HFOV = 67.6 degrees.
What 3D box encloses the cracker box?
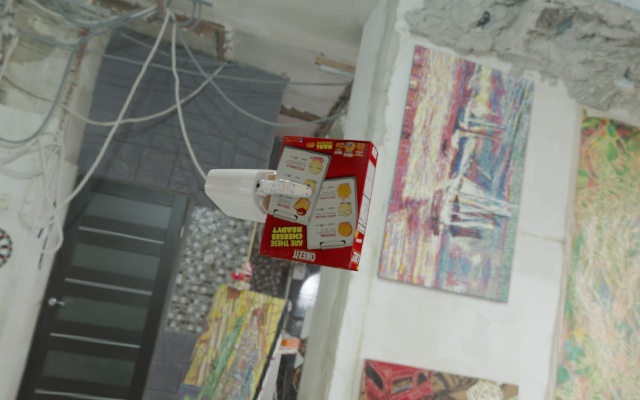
[{"bbox_3d":[0.000,0.002,0.818,0.164,0.213,0.072,7,-11,22],"label":"cracker box"}]
